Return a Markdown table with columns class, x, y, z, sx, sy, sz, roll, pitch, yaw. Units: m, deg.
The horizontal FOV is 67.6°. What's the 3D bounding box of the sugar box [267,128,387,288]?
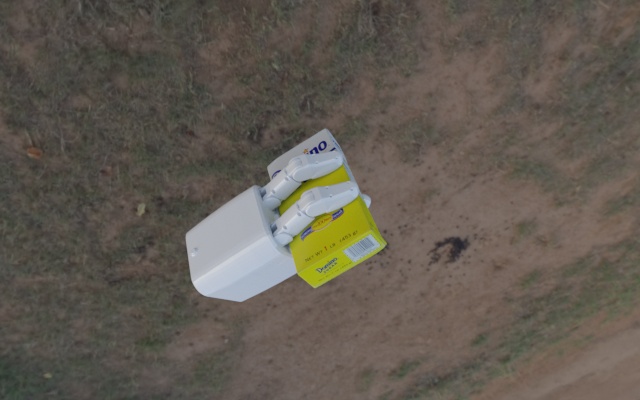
| class | x | y | z | sx | sy | sz | roll | pitch | yaw |
| --- | --- | --- | --- | --- | --- | --- | --- | --- | --- |
| sugar box | 0.000 | 0.002 | 0.548 | 0.093 | 0.176 | 0.048 | -31 | -42 | 10 |
